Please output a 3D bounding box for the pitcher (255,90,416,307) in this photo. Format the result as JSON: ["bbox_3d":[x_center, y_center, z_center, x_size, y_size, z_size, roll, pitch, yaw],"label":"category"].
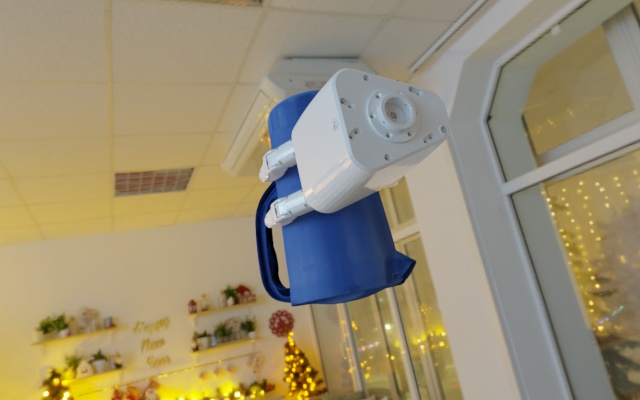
[{"bbox_3d":[0.000,0.002,0.572,0.149,0.242,0.145,-7,-15,-20],"label":"pitcher"}]
